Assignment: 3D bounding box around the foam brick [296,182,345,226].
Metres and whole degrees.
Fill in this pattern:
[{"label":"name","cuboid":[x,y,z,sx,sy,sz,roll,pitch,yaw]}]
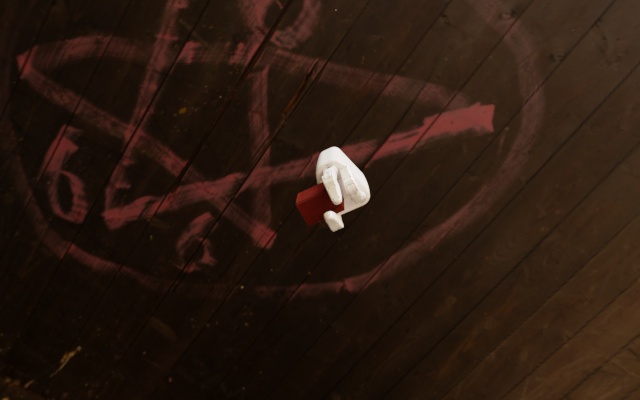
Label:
[{"label":"foam brick","cuboid":[0.000,0.003,0.894,0.078,0.053,0.051,-24,21,10]}]
